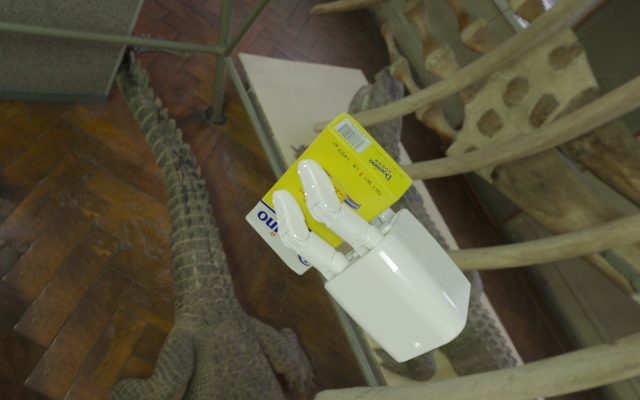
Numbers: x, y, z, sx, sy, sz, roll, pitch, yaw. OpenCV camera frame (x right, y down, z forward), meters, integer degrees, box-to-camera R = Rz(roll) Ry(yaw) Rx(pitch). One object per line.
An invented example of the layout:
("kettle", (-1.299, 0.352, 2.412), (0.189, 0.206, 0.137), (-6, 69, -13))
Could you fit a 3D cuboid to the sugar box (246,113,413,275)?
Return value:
("sugar box", (0.000, 0.002, 0.488), (0.176, 0.093, 0.048), (-44, -2, 42))
